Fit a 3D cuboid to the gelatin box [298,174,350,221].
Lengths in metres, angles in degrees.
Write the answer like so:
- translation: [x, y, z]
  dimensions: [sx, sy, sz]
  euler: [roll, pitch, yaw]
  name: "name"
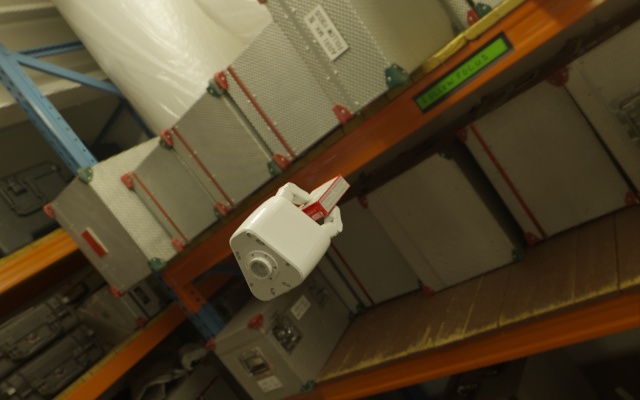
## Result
- translation: [0.000, 0.002, 0.794]
  dimensions: [0.073, 0.030, 0.089]
  euler: [-30, 14, 43]
  name: "gelatin box"
